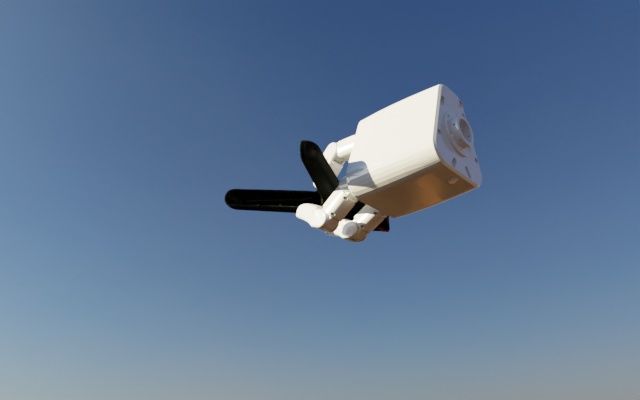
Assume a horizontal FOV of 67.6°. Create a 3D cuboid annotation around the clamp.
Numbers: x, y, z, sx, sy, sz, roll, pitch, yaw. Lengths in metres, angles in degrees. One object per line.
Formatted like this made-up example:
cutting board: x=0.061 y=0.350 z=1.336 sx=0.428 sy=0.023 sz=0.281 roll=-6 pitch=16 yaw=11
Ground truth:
clamp: x=0.001 y=0.001 z=0.584 sx=0.164 sy=0.036 sz=0.210 roll=-21 pitch=-33 yaw=40
